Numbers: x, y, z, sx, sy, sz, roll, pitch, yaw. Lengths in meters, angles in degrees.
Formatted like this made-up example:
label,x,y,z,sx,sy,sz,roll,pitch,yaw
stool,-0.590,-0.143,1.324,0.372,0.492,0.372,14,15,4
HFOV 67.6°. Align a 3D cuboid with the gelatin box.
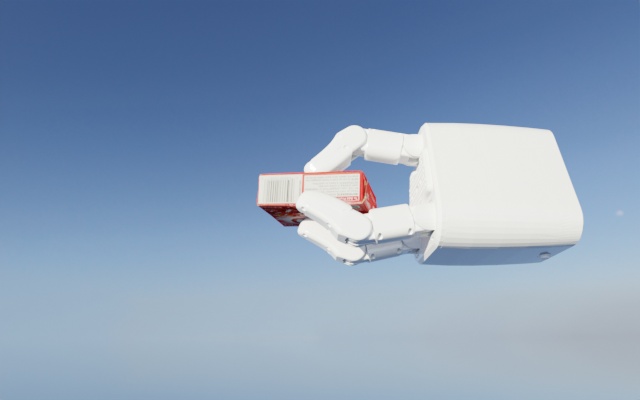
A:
label,x,y,z,sx,sy,sz,roll,pitch,yaw
gelatin box,0.000,0.001,0.406,0.089,0.030,0.073,-1,-16,13
